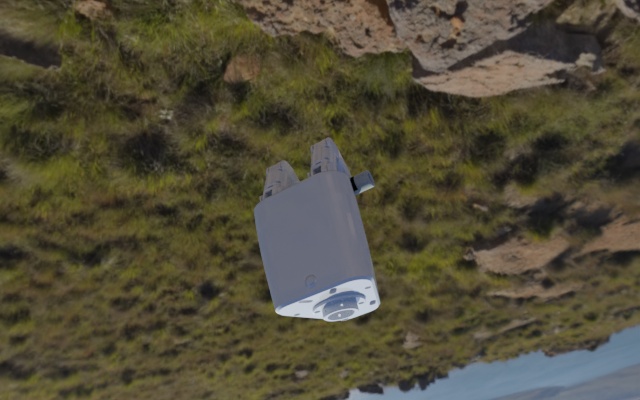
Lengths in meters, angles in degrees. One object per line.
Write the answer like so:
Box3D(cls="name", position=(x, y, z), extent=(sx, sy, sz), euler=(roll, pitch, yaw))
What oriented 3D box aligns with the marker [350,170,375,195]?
Box3D(cls="marker", position=(0.000, 0.002, 0.508), extent=(0.121, 0.020, 0.020), euler=(-25, -9, 19))
